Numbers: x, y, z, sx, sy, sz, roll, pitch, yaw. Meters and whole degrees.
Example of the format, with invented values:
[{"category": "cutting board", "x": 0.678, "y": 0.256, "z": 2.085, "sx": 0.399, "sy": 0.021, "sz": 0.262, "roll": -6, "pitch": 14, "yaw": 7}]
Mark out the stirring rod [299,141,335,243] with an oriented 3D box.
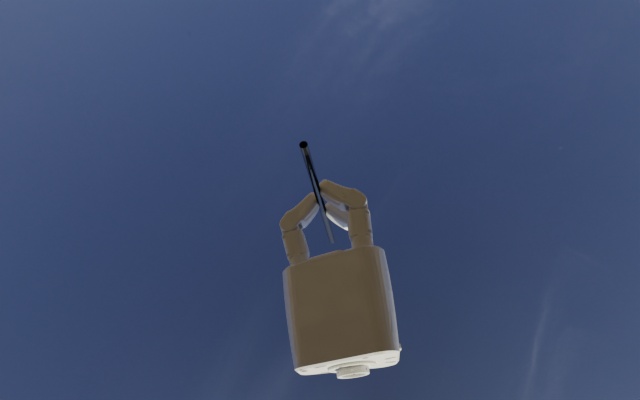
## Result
[{"category": "stirring rod", "x": 0.000, "y": 0.002, "z": 0.549, "sx": 0.011, "sy": 0.011, "sz": 0.240, "roll": 0, "pitch": -26, "yaw": 8}]
